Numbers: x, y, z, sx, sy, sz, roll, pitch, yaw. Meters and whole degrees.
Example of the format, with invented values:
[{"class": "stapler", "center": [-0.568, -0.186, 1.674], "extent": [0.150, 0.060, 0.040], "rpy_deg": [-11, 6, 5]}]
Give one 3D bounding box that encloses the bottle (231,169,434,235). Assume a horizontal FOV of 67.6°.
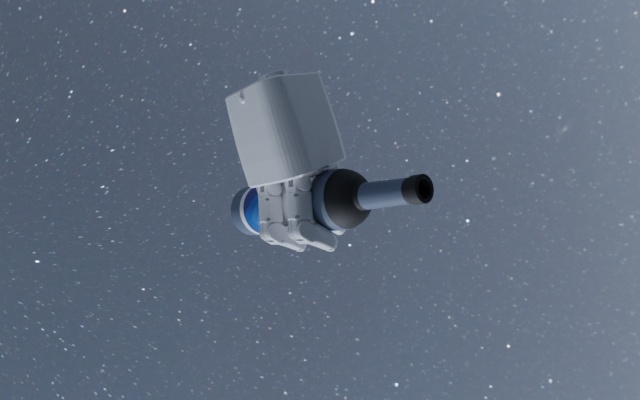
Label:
[{"class": "bottle", "center": [0.000, 0.002, 0.543], "extent": [0.069, 0.069, 0.296], "rpy_deg": [0, -5, -40]}]
